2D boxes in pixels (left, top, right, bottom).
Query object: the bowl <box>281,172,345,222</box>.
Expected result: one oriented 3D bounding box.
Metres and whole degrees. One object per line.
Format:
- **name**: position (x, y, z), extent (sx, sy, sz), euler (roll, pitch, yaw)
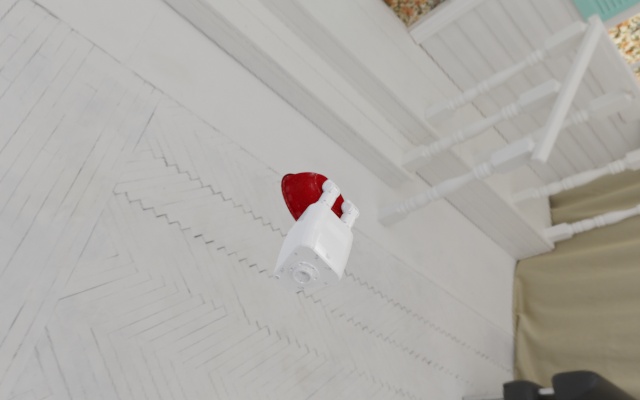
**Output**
- **bowl**: position (0.000, 0.002, 0.896), extent (0.055, 0.162, 0.162), euler (-35, -15, 22)
